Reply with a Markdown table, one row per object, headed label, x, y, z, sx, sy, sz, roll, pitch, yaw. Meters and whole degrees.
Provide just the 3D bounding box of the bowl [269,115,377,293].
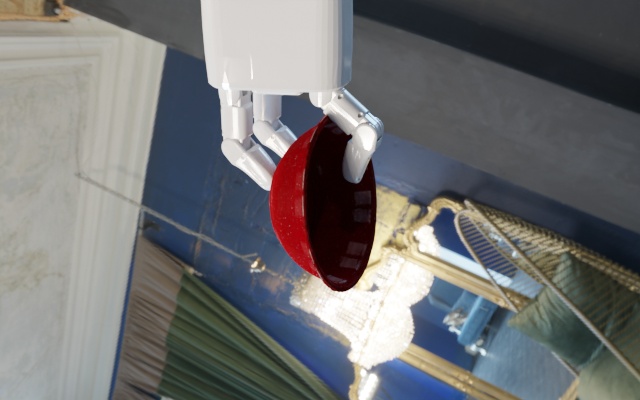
| label | x | y | z | sx | sy | sz | roll | pitch | yaw |
| --- | --- | --- | --- | --- | --- | --- | --- | --- | --- |
| bowl | 0.000 | 0.003 | 0.441 | 0.055 | 0.162 | 0.162 | -2 | -1 | 27 |
